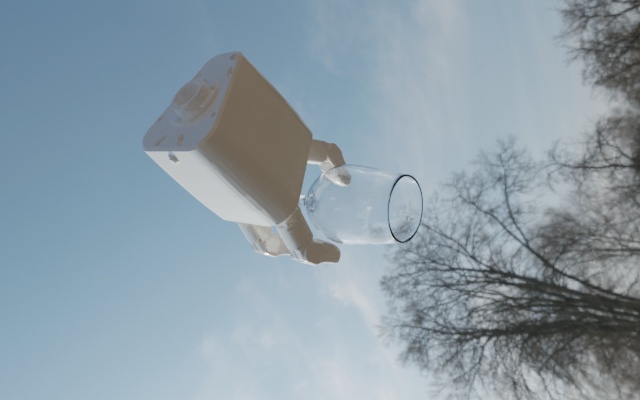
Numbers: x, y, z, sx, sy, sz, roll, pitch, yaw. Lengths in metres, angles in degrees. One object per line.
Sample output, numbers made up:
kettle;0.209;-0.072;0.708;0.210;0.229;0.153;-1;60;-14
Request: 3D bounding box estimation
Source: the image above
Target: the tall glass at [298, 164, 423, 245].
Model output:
tall glass;0.000;0.002;0.487;0.201;0.079;0.079;5;3;40
